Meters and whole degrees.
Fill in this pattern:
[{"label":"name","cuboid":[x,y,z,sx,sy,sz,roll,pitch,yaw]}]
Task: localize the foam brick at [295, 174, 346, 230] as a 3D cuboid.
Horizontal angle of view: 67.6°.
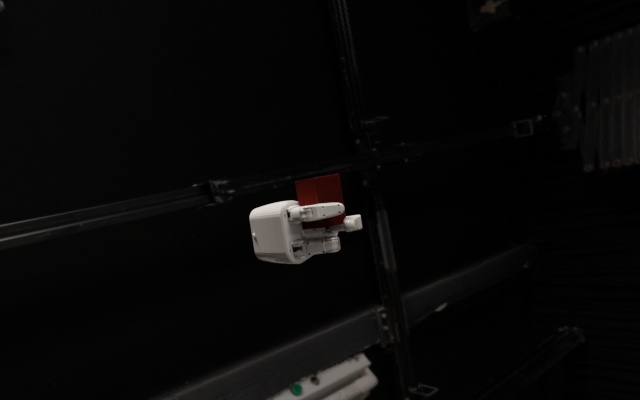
[{"label":"foam brick","cuboid":[0.000,0.002,0.737,0.053,0.078,0.051,-9,1,-38]}]
